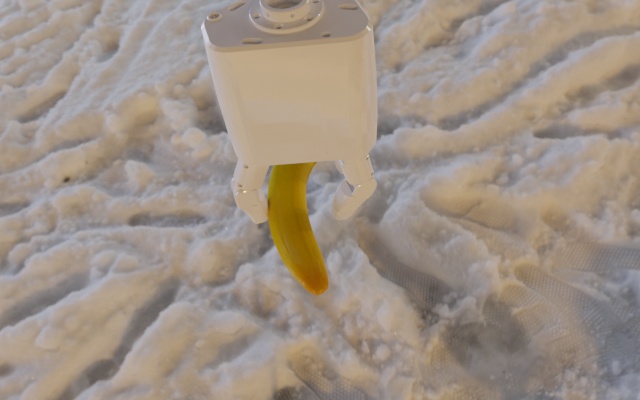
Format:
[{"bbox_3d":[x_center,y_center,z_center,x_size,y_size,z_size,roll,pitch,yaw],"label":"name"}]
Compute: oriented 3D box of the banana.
[{"bbox_3d":[-0.018,-0.003,0.462,0.069,0.197,0.037,5,-38,4],"label":"banana"}]
